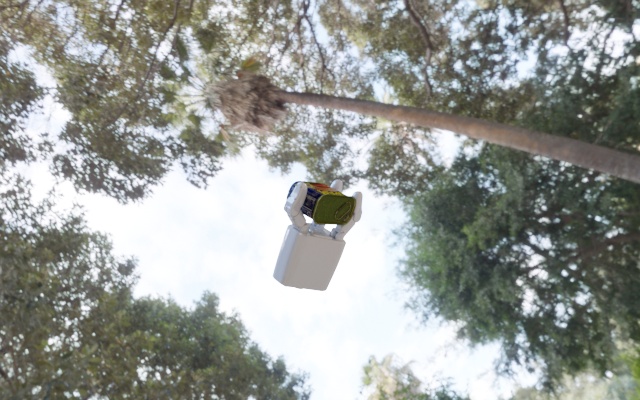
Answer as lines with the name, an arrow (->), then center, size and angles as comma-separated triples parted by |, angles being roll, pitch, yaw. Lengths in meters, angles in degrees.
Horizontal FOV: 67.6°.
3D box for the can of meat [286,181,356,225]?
can of meat -> 0.000, 0.003, 0.876 | 0.102, 0.057, 0.084 | 4, 18, -46
